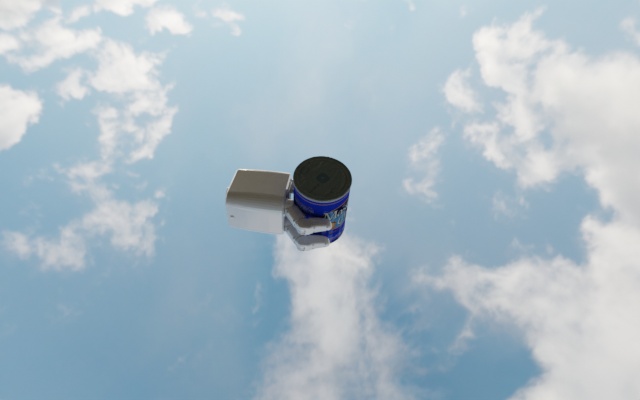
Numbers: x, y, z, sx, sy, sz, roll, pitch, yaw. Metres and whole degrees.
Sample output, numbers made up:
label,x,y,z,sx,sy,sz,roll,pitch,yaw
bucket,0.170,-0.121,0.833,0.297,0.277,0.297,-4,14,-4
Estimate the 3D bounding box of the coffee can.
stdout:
label,x,y,z,sx,sy,sz,roll,pitch,yaw
coffee can,0.000,0.003,0.878,0.103,0.102,0.140,0,-38,-4
